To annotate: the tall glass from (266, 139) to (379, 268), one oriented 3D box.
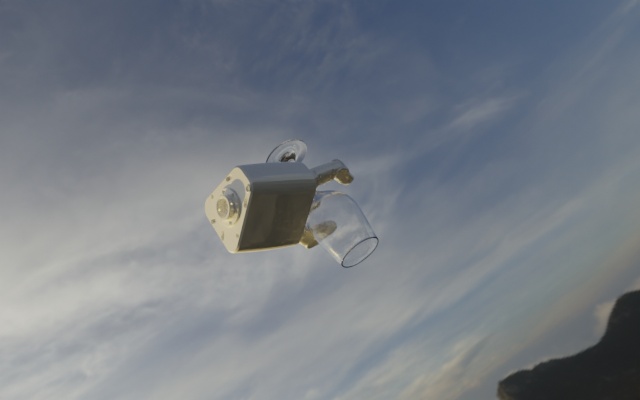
[{"bbox_3d":[0.000,0.002,0.692,0.079,0.079,0.201,0,43,-49],"label":"tall glass"}]
